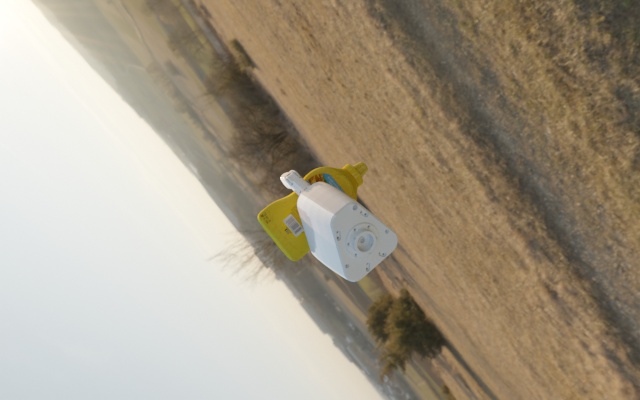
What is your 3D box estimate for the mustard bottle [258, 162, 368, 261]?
[{"bbox_3d":[0.000,0.003,0.765,0.191,0.096,0.058,-39,2,-11],"label":"mustard bottle"}]
